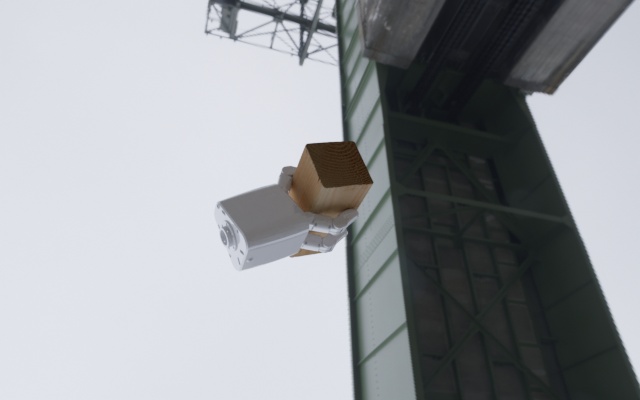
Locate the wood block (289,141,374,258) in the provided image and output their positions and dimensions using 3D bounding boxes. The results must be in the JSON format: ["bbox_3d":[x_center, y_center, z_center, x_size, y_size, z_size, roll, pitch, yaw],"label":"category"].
[{"bbox_3d":[0.000,0.003,0.810,0.090,0.090,0.206,-6,-33,-25],"label":"wood block"}]
